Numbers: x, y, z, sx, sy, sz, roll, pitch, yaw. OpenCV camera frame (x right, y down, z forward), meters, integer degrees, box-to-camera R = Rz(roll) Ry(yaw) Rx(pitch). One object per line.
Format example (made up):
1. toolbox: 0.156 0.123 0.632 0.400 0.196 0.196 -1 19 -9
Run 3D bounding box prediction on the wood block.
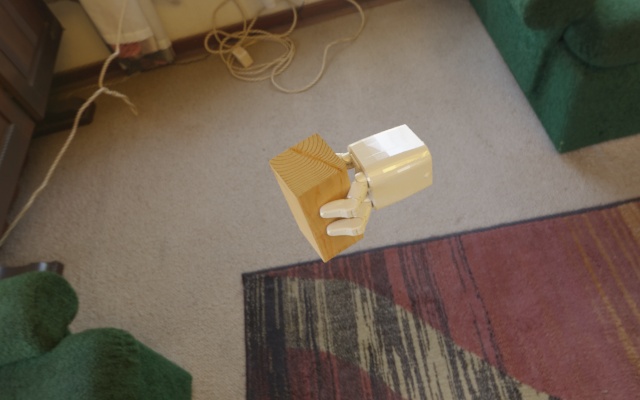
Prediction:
1. wood block: 0.000 0.002 0.790 0.090 0.090 0.206 -32 -36 -9
